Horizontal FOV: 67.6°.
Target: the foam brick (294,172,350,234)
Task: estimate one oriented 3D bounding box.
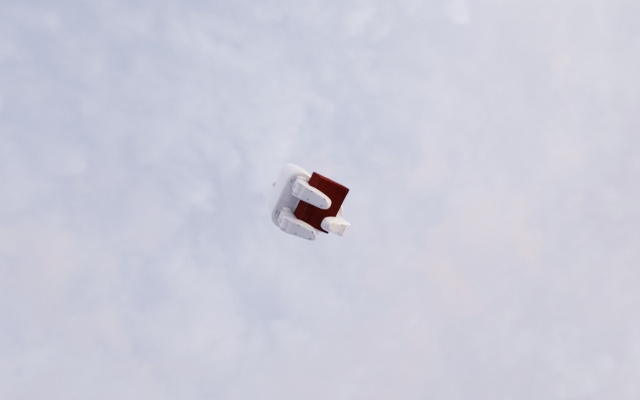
[{"bbox_3d":[0.000,0.002,0.737,0.053,0.078,0.051,24,7,-17],"label":"foam brick"}]
